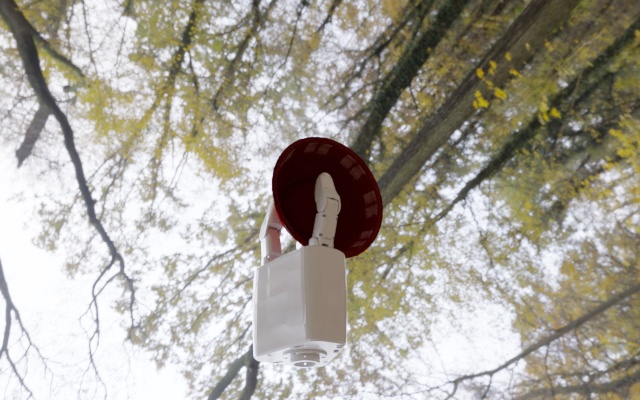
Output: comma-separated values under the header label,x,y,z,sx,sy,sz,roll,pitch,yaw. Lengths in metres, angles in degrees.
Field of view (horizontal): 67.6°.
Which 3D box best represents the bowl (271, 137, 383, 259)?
label,x,y,z,sx,sy,sz,roll,pitch,yaw
bowl,0.000,0.001,0.612,0.162,0.162,0.055,0,-19,-32
